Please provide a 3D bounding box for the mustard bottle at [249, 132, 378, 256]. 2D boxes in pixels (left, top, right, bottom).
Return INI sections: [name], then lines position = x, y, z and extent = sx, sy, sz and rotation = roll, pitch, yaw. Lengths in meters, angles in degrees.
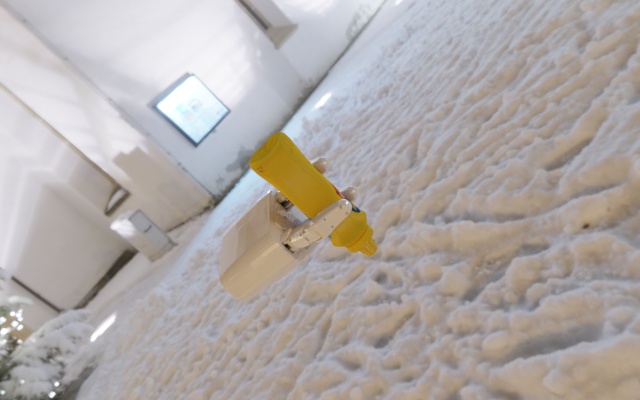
[mustard bottle]
position = 0.000, 0.002, 0.584
extent = 0.192, 0.058, 0.096
rotation = 44, -1, -16
